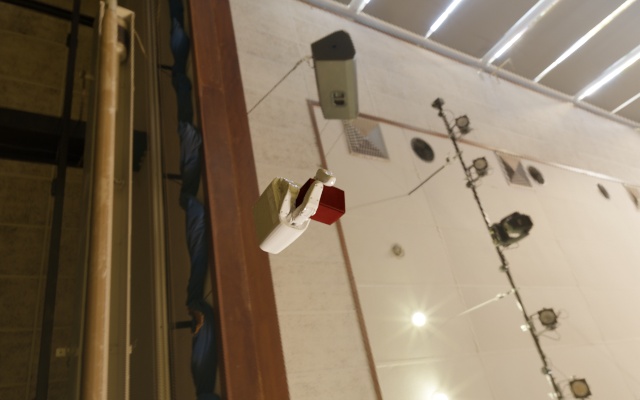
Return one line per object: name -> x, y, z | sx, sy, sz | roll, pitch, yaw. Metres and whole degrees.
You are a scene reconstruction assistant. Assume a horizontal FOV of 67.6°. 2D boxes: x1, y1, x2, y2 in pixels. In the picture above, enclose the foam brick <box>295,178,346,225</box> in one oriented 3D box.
foam brick -> 0.000, 0.003, 0.879 | 0.078, 0.053, 0.051 | 20, -41, -23
